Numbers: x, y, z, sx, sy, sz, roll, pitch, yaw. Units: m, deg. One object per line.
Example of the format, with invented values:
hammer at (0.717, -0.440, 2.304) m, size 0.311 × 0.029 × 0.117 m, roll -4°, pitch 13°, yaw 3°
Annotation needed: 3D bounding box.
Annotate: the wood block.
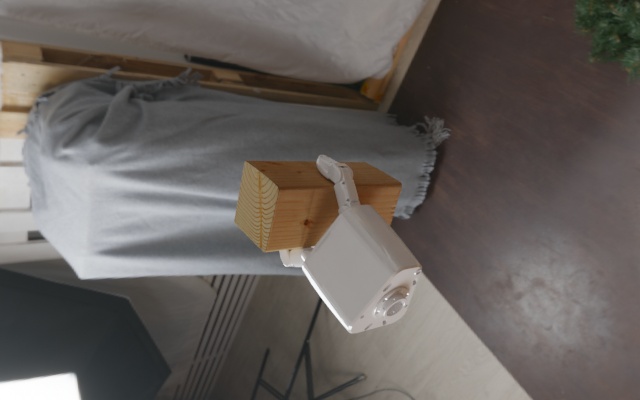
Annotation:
wood block at (0.000, 0.002, 0.654) m, size 0.206 × 0.091 × 0.090 m, roll -3°, pitch 26°, yaw -37°
